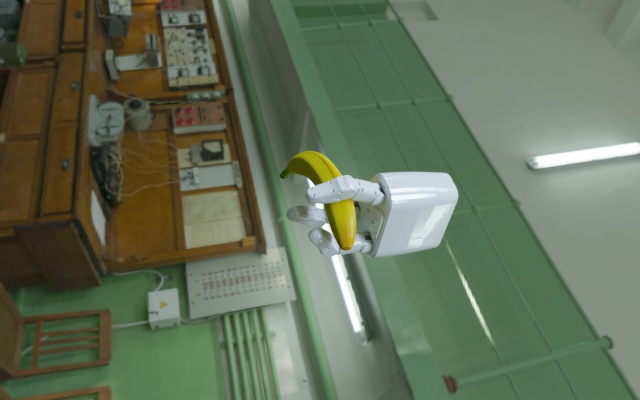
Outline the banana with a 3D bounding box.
[{"bbox_3d":[0.003,-0.016,0.623,0.037,0.070,0.197,1,29,-29],"label":"banana"}]
